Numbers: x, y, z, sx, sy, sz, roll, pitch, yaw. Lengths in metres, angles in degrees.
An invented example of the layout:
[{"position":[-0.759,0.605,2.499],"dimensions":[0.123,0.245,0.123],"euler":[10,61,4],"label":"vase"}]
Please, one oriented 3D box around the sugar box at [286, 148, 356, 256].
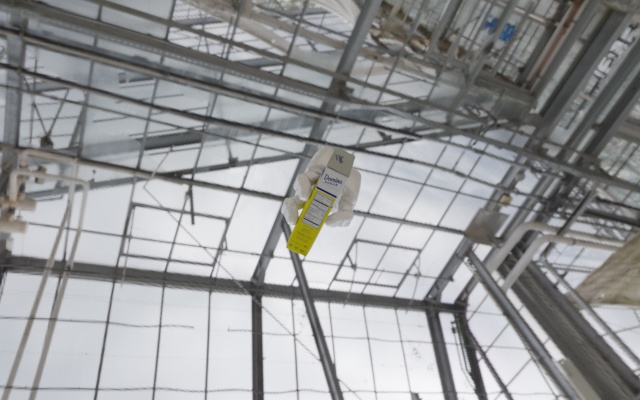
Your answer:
[{"position":[0.000,0.002,0.822],"dimensions":[0.048,0.176,0.093],"euler":[24,28,-1],"label":"sugar box"}]
